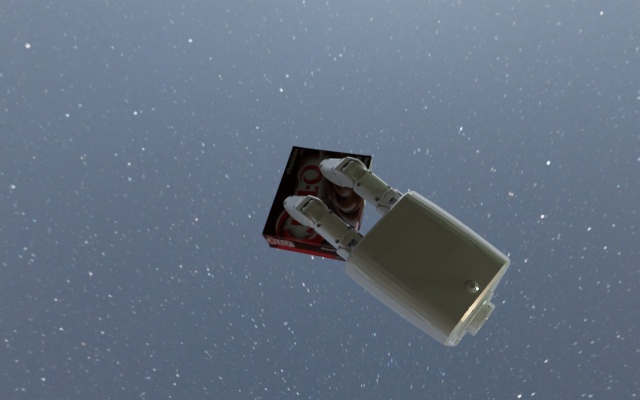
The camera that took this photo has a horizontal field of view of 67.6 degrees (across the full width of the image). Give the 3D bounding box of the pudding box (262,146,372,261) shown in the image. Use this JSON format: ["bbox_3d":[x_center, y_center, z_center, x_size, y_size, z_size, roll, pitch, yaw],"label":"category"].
[{"bbox_3d":[0.000,0.002,0.498,0.090,0.113,0.039,9,-30,14],"label":"pudding box"}]
